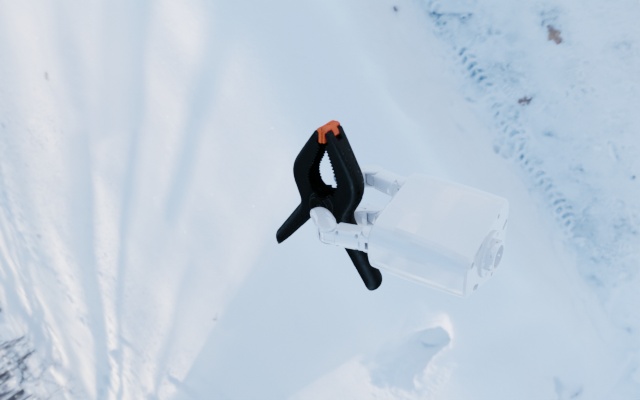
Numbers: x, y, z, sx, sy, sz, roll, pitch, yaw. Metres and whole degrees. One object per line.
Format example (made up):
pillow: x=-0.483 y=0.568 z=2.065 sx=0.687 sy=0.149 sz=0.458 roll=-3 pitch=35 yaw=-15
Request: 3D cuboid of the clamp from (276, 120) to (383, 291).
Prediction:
clamp: x=0.000 y=0.002 z=0.582 sx=0.164 sy=0.210 sz=0.036 roll=16 pitch=37 yaw=33
